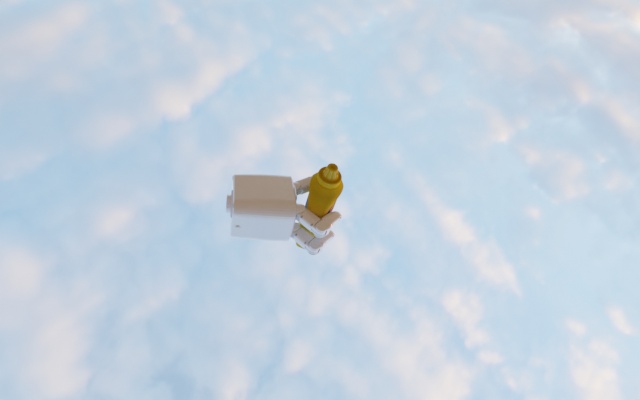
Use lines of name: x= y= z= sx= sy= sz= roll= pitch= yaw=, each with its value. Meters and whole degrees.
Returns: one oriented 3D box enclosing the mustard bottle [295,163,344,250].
mustard bottle: x=0.000 y=0.003 z=0.853 sx=0.058 sy=0.096 sz=0.192 roll=22 pitch=-40 yaw=4
